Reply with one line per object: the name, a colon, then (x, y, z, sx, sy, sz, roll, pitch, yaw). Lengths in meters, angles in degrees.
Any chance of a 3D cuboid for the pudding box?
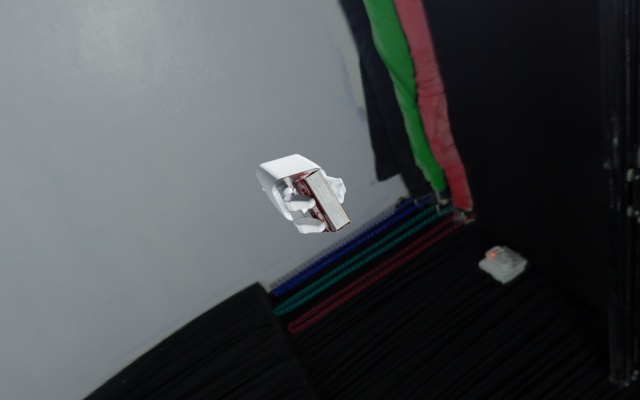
pudding box: (0.000, 0.003, 0.865, 0.039, 0.113, 0.090, -35, 6, -15)
